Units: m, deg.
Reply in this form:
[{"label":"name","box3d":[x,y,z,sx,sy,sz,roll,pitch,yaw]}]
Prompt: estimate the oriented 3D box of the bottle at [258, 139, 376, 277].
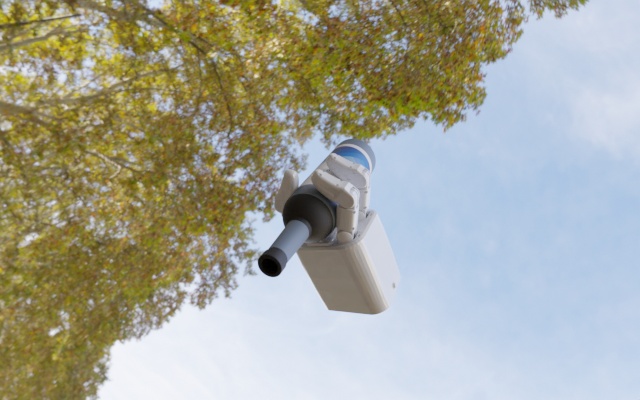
[{"label":"bottle","box3d":[0.000,0.002,0.603,0.069,0.069,0.295,0,26,23]}]
